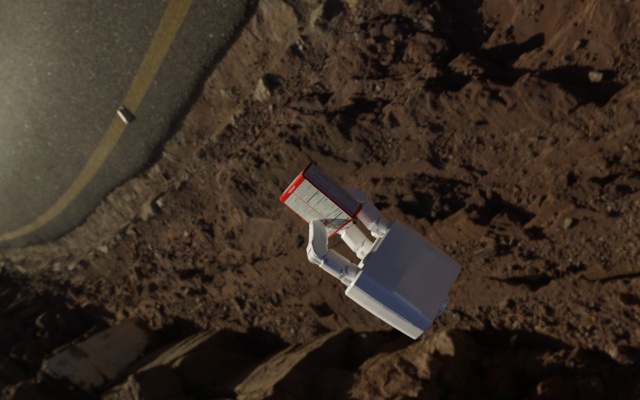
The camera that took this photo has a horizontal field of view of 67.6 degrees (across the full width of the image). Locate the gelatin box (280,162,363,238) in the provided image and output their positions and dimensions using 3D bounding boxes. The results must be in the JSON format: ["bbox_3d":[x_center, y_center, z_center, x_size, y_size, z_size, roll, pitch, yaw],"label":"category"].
[{"bbox_3d":[0.000,0.002,0.626,0.089,0.030,0.073,39,-37,-5],"label":"gelatin box"}]
